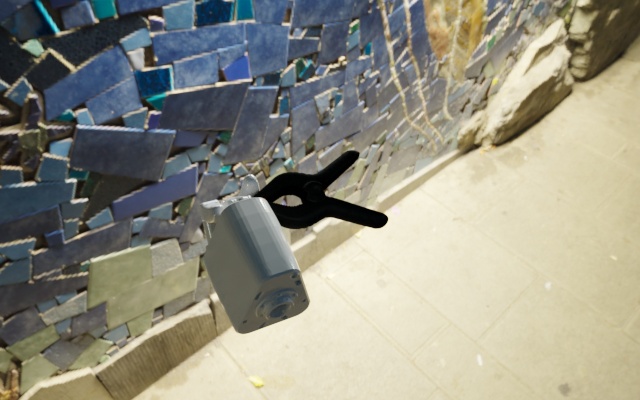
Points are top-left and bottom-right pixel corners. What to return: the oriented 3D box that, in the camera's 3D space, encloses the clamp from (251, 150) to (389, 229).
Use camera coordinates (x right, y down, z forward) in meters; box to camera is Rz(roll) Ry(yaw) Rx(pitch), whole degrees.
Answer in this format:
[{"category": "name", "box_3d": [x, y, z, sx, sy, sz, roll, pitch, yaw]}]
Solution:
[{"category": "clamp", "box_3d": [0.000, 0.002, 0.600, 0.171, 0.120, 0.039, -19, -34, -20]}]
